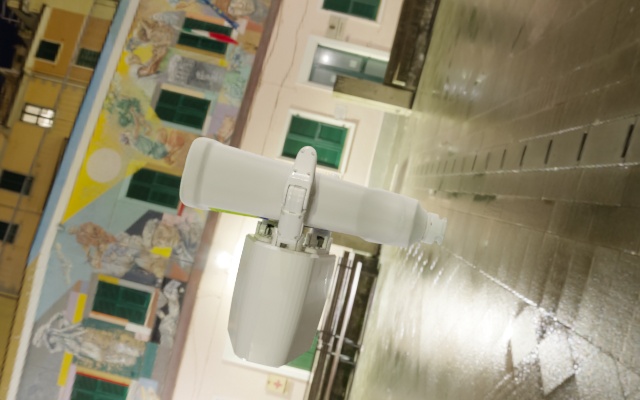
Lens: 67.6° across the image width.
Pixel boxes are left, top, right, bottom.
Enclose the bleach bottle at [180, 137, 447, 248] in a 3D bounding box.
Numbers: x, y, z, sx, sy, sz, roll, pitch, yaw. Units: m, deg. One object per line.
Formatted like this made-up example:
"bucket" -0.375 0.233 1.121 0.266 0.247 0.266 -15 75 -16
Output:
"bleach bottle" 0.000 0.001 0.472 0.251 0.068 0.102 13 -1 1
